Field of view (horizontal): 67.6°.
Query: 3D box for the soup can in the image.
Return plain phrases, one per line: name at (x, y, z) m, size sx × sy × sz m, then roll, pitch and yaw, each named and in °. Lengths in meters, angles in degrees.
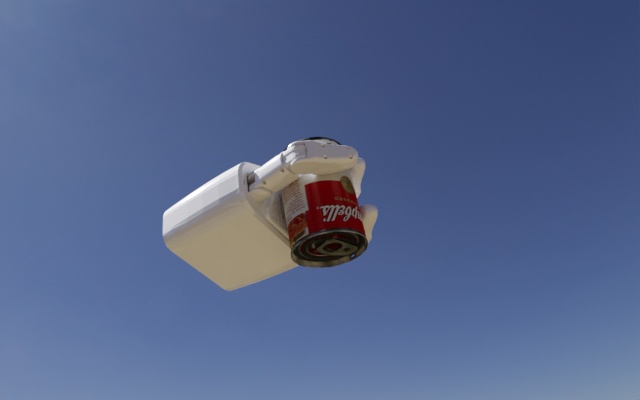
soup can at (0.000, 0.001, 0.437) m, size 0.068 × 0.102 × 0.068 m, roll -8°, pitch -32°, yaw -5°
